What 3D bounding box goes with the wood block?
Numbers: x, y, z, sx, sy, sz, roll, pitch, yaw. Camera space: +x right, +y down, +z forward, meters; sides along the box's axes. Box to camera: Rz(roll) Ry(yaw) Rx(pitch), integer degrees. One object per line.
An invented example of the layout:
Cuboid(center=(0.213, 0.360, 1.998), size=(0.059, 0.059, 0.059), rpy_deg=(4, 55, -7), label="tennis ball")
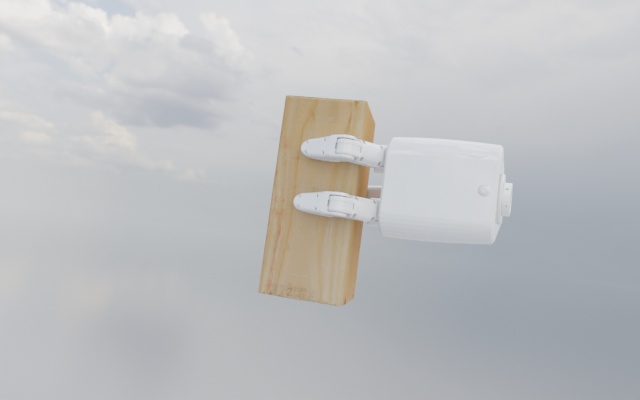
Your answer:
Cuboid(center=(0.001, 0.002, 0.523), size=(0.090, 0.206, 0.091), rpy_deg=(7, -5, 13), label="wood block")
